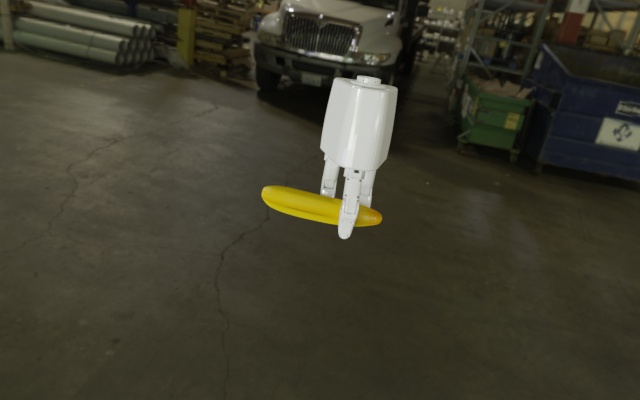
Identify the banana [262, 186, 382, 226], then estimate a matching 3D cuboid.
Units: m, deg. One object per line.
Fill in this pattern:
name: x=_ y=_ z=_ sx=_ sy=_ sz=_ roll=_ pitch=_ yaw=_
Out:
banana: x=-0.011 y=0.005 z=0.696 sx=0.198 sy=0.037 sz=0.069 roll=14 pitch=17 yaw=22
